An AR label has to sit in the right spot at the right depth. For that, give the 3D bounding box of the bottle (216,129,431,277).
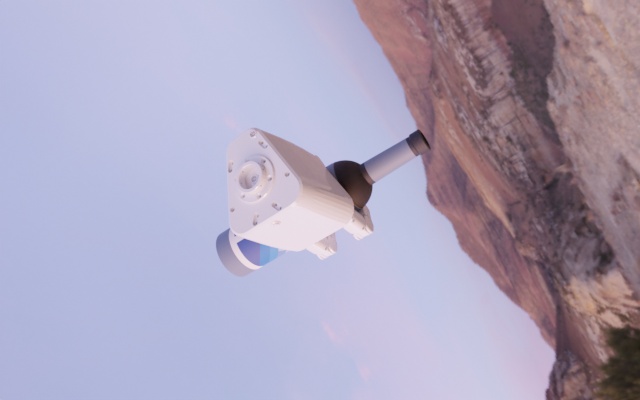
[{"bbox_3d":[0.000,0.002,0.591,0.296,0.069,0.069,-31,-12,21],"label":"bottle"}]
